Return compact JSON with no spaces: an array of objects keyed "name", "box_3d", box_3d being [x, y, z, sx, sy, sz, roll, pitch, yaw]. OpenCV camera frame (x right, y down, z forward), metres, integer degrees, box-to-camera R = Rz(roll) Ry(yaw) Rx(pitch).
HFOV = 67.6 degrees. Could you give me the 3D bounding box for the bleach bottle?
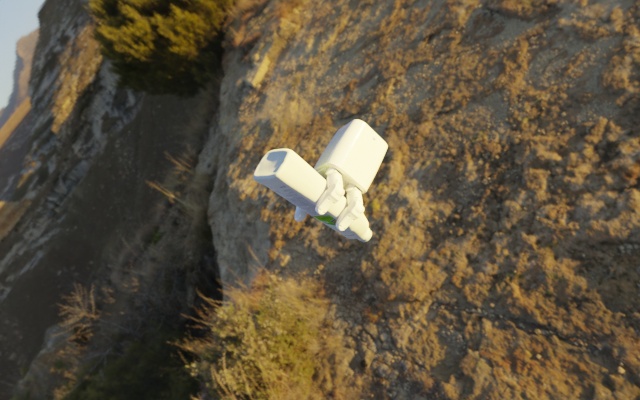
[{"name":"bleach bottle","box_3d":[0.000,0.003,0.887,0.251,0.068,0.102,38,-19,-30]}]
